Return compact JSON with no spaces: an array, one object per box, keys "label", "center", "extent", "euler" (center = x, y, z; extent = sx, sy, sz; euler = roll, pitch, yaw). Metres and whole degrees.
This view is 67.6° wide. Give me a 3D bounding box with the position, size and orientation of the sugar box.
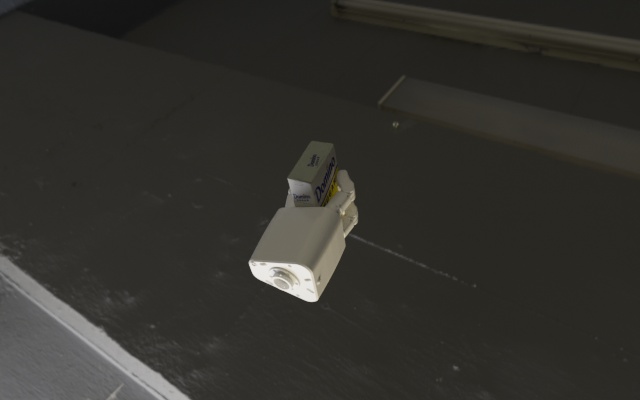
[{"label":"sugar box","center":[0.001,0.003,0.766],"extent":[0.048,0.176,0.093],"euler":[12,49,21]}]
